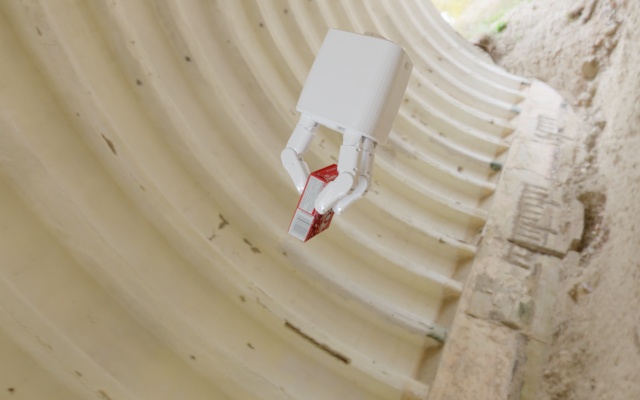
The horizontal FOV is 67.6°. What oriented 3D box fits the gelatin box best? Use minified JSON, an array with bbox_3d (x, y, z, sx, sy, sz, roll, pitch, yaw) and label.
[{"bbox_3d":[0.000,0.002,0.605,0.030,0.089,0.073,29,22,17],"label":"gelatin box"}]
